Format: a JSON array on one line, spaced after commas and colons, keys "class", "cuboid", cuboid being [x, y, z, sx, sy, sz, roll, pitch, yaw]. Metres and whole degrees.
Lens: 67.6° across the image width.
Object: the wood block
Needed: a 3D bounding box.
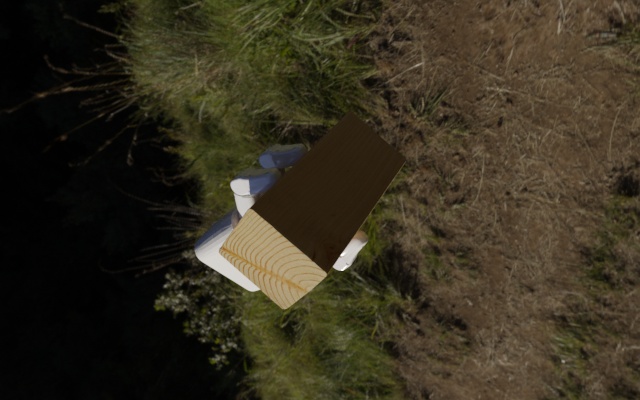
[{"class": "wood block", "cuboid": [0.000, 0.002, 0.510, 0.090, 0.091, 0.206, -47, 2, 45]}]
